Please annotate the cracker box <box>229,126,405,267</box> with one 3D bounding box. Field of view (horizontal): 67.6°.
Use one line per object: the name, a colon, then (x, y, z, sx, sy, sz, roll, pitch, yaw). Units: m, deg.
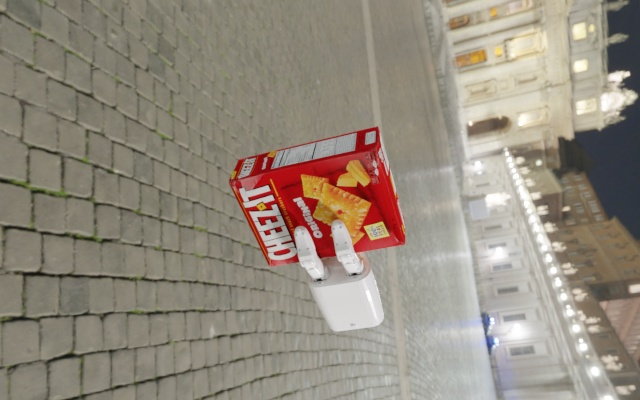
cracker box: (0.000, 0.002, 0.687, 0.214, 0.164, 0.072, -12, 31, 15)
